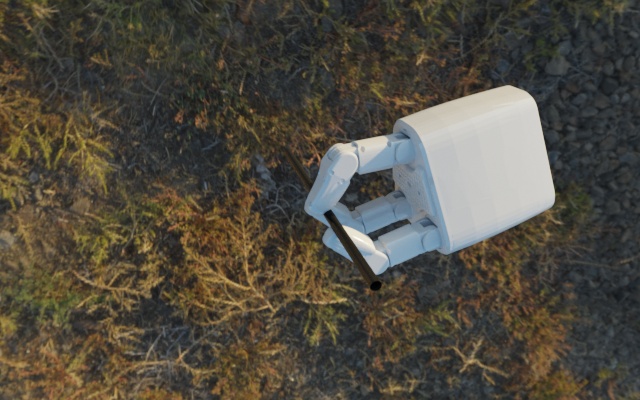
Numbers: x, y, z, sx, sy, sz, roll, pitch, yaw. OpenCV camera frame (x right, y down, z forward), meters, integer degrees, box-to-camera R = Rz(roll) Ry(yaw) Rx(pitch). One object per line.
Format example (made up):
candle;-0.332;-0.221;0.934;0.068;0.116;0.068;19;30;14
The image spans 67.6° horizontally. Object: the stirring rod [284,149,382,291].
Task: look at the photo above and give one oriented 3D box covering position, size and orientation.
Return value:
stirring rod;0.000;0.001;0.402;0.011;0.011;0.239;0;26;-19
